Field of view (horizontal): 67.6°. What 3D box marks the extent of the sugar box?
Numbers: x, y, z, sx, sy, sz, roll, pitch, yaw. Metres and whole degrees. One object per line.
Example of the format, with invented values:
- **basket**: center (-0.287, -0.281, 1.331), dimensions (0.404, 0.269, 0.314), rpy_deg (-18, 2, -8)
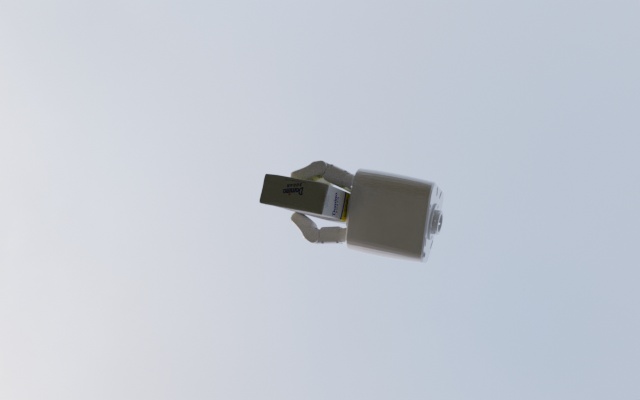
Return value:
- **sugar box**: center (0.000, 0.002, 0.668), dimensions (0.093, 0.048, 0.176), rpy_deg (10, -6, 24)
